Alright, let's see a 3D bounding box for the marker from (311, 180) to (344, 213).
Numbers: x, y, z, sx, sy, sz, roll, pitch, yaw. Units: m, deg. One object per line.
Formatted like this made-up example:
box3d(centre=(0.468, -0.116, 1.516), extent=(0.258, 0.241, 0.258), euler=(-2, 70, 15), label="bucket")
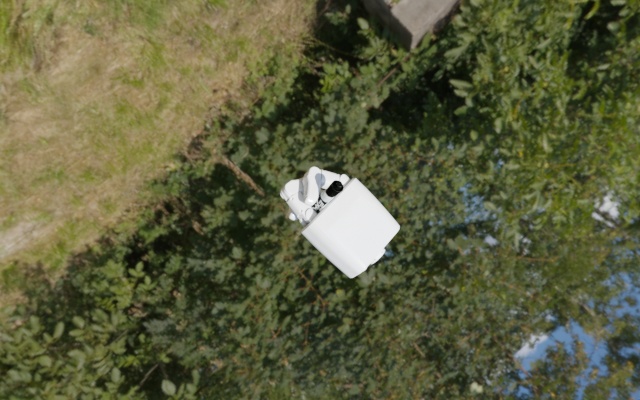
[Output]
box3d(centre=(0.000, 0.002, 0.701), extent=(0.020, 0.020, 0.121), euler=(0, -24, -29), label="marker")
